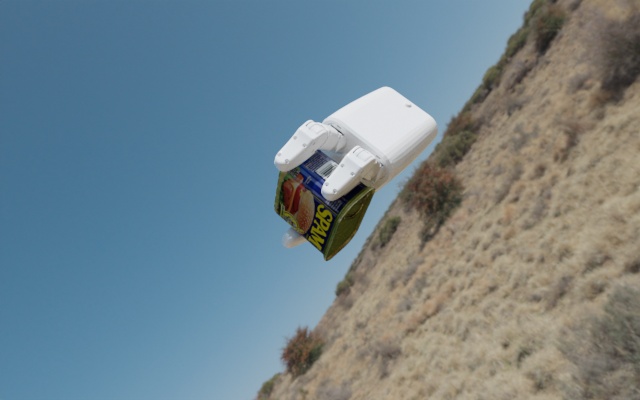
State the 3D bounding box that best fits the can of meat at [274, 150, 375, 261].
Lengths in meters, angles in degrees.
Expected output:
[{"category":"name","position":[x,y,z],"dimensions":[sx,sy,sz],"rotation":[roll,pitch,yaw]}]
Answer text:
[{"category":"can of meat","position":[0.000,0.002,0.505],"dimensions":[0.057,0.084,0.102],"rotation":[-39,-20,-33]}]
